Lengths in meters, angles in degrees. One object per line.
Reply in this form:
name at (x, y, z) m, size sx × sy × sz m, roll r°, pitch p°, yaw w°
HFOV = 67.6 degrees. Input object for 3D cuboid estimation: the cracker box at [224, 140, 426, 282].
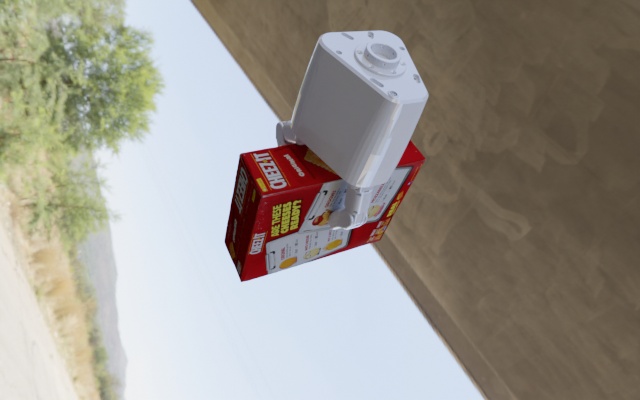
cracker box at (0.000, 0.002, 0.581) m, size 0.213 × 0.072 × 0.164 m, roll -13°, pitch -35°, yaw -28°
